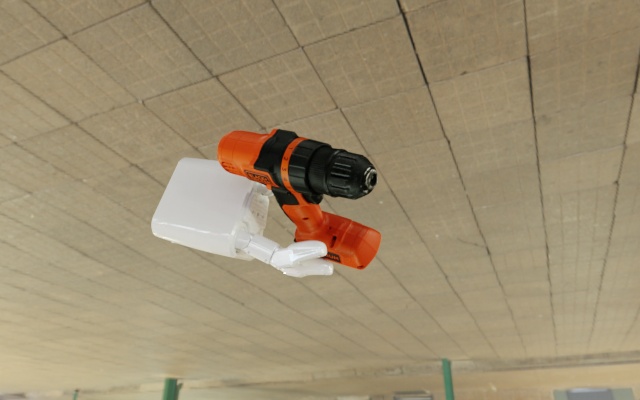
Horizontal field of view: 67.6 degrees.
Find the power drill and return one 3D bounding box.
[{"bbox_3d":[0.000,0.002,0.505,0.184,0.057,0.188,17,-26,37],"label":"power drill"}]
